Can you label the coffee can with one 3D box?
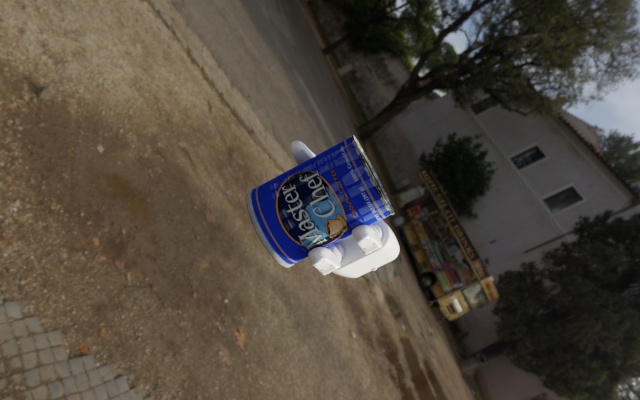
[{"bbox_3d":[0.000,0.002,0.556,0.140,0.103,0.103,-28,-5,10],"label":"coffee can"}]
